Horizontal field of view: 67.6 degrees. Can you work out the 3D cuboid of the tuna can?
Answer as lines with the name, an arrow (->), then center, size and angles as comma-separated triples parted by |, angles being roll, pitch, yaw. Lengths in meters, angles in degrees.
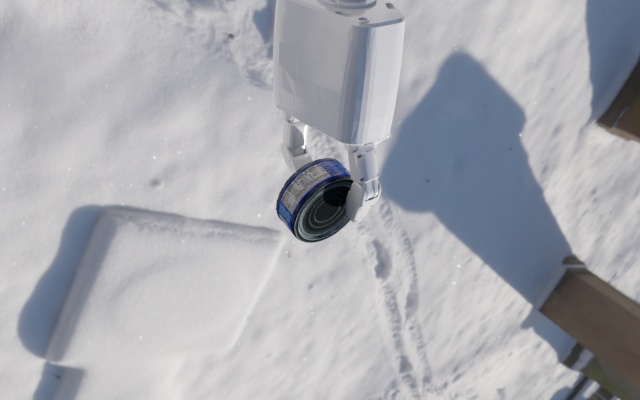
tuna can -> 0.000, 0.002, 0.482 | 0.086, 0.086, 0.033 | 0, 37, -44
